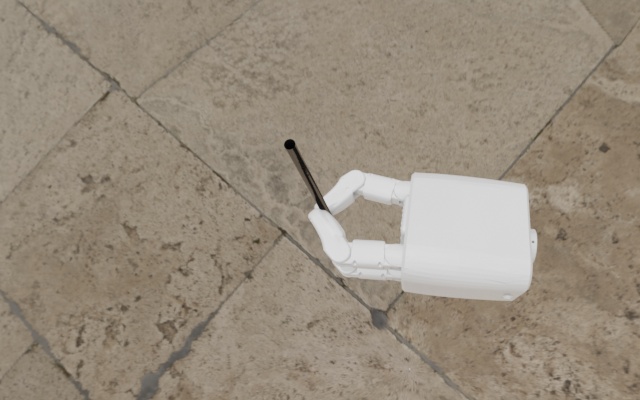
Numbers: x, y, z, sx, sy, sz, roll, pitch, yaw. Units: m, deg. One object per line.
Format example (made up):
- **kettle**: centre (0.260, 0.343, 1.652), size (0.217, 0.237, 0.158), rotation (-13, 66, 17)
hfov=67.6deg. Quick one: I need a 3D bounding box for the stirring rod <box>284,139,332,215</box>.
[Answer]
- **stirring rod**: centre (0.000, 0.001, 0.435), size (0.011, 0.011, 0.240), rotation (0, -19, 11)
